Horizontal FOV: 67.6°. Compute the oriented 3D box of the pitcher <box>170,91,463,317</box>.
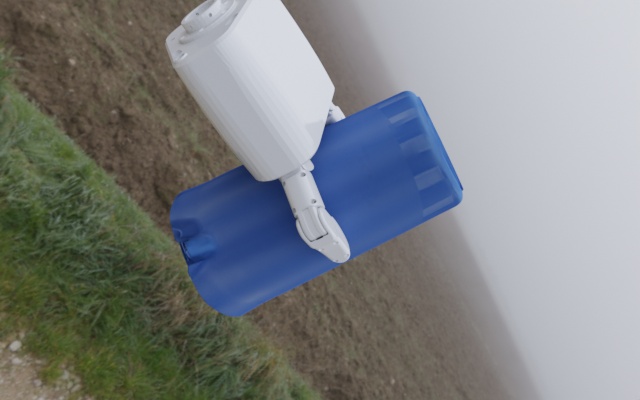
[{"bbox_3d":[0.000,0.001,0.447,0.243,0.145,0.149,-25,36,15],"label":"pitcher"}]
